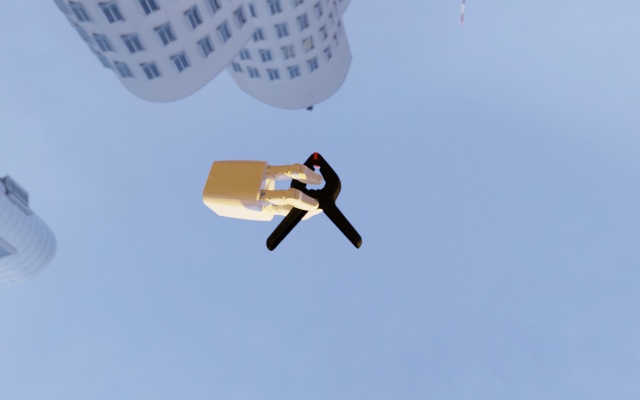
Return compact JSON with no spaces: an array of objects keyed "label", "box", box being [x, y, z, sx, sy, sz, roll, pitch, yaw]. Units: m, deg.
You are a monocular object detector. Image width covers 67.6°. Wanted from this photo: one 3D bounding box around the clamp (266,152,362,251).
[{"label":"clamp","box":[0.000,0.003,0.863,0.164,0.209,0.036,4,-33,8]}]
